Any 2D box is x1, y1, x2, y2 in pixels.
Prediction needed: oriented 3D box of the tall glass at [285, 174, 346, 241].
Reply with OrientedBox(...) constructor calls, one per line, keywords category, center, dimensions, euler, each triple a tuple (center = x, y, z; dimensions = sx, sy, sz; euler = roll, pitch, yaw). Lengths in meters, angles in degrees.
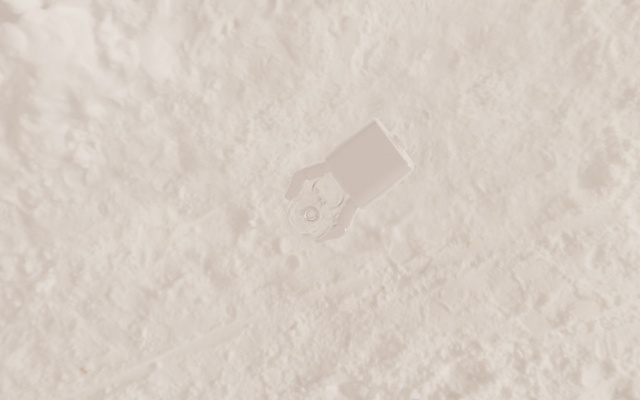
OrientedBox(category="tall glass", center=(0.000, 0.003, 0.810), dimensions=(0.079, 0.079, 0.201), euler=(0, 13, 10))
